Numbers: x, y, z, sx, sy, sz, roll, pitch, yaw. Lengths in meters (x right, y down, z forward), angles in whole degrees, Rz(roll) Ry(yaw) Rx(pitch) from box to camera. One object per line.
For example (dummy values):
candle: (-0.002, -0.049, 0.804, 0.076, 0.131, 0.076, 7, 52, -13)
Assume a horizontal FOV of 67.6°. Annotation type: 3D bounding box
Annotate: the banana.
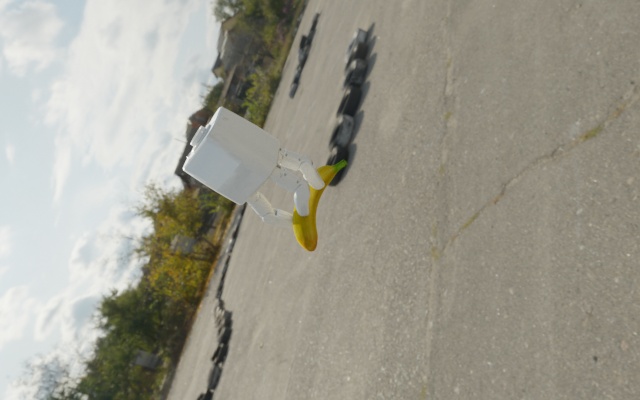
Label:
banana: (-0.012, 0.005, 0.786, 0.069, 0.197, 0.037, -20, -52, 40)
